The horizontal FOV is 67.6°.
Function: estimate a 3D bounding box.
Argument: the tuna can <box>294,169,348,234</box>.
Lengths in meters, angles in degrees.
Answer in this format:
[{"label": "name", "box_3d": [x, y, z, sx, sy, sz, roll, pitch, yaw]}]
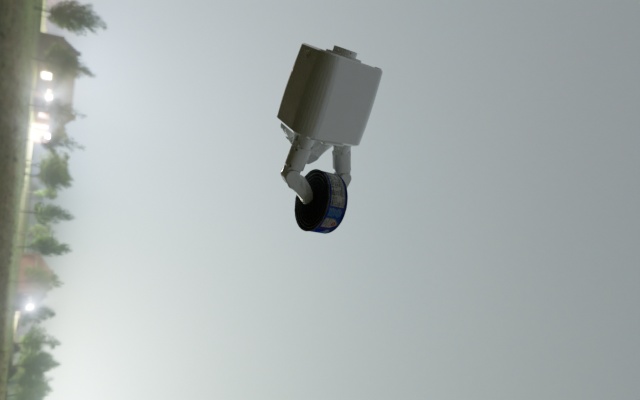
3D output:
[{"label": "tuna can", "box_3d": [0.001, 0.002, 0.653, 0.034, 0.086, 0.086, 12, -6, -32]}]
